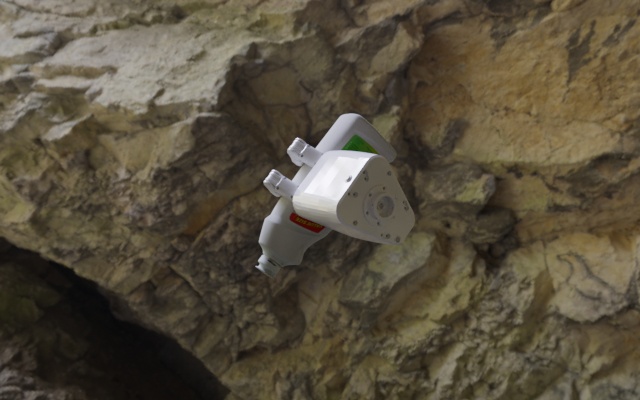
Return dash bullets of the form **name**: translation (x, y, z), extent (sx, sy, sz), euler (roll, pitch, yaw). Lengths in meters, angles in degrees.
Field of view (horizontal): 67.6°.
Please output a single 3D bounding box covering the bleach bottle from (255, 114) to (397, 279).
- **bleach bottle**: translation (0.000, 0.002, 0.673), extent (0.102, 0.250, 0.068), euler (41, -14, -26)
